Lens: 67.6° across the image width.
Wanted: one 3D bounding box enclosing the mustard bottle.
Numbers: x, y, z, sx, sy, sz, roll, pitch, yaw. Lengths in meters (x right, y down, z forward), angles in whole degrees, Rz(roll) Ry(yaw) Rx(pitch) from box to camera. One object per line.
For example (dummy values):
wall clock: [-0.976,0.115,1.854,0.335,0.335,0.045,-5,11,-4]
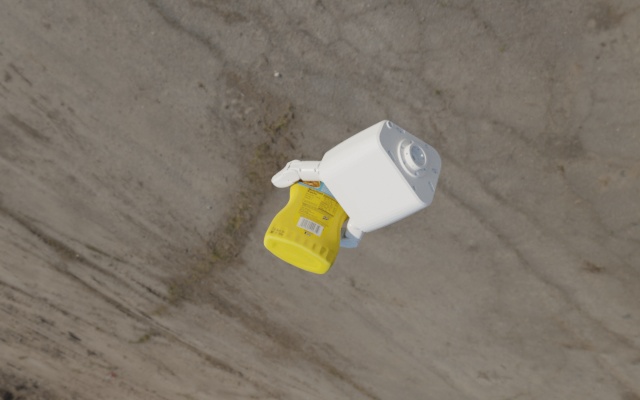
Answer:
mustard bottle: [0.000,0.003,0.671,0.096,0.191,0.058,25,-36,-1]
